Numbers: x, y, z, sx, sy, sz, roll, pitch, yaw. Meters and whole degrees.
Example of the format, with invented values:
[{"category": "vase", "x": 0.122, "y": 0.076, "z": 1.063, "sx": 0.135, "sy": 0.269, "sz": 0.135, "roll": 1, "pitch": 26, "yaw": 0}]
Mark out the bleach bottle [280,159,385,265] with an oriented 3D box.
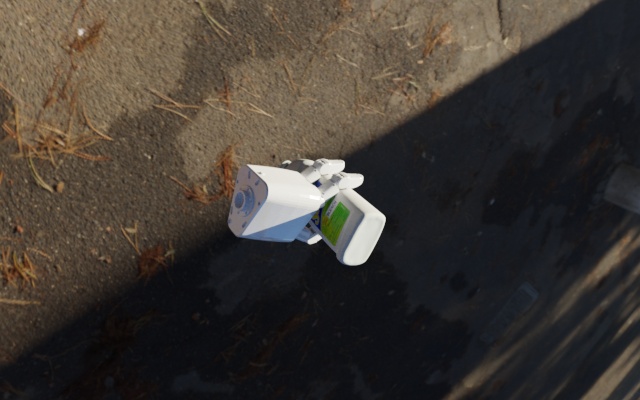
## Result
[{"category": "bleach bottle", "x": 0.000, "y": 0.003, "z": 0.839, "sx": 0.068, "sy": 0.102, "sz": 0.250, "roll": 9, "pitch": 22, "yaw": -43}]
